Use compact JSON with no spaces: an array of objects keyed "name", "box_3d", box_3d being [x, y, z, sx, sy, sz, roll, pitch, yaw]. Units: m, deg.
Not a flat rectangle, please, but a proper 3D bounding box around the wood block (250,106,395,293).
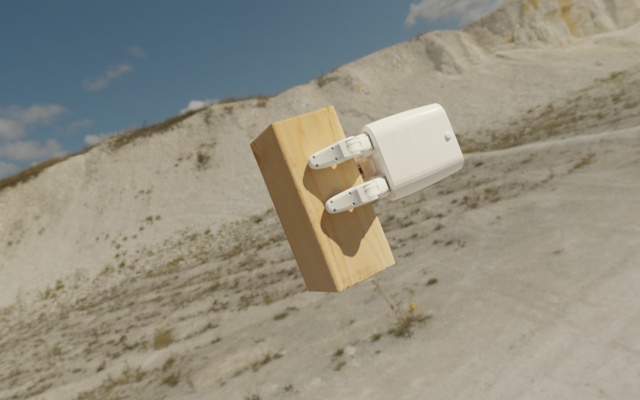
[{"name":"wood block","box_3d":[0.000,0.002,0.597,0.090,0.206,0.091,-22,0,-26]}]
